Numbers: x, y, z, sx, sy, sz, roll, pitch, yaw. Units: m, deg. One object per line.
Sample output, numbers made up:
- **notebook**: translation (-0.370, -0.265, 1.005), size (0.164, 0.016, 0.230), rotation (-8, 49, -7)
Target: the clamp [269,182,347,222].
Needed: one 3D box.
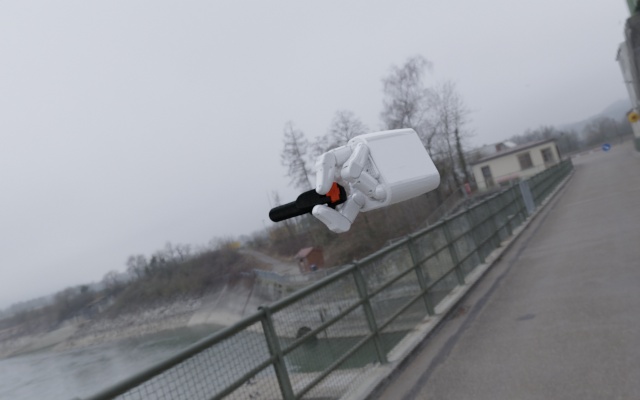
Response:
- **clamp**: translation (0.000, 0.002, 0.763), size (0.120, 0.039, 0.171), rotation (-15, -3, -31)
